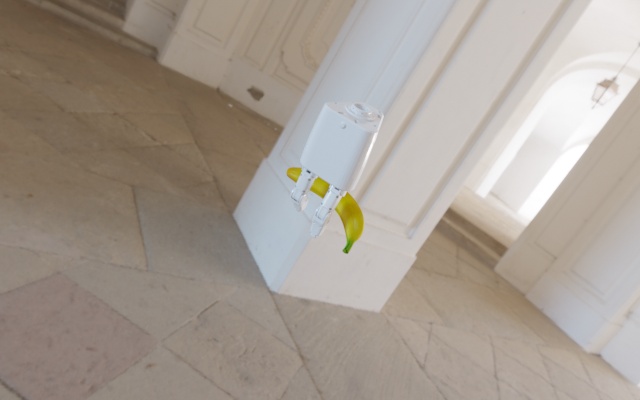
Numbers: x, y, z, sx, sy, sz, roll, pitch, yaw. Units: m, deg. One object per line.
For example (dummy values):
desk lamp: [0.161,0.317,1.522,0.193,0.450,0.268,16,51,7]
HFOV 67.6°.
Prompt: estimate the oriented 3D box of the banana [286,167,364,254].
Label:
banana: [0.018,-0.001,0.807,0.069,0.037,0.197,-19,54,-28]
